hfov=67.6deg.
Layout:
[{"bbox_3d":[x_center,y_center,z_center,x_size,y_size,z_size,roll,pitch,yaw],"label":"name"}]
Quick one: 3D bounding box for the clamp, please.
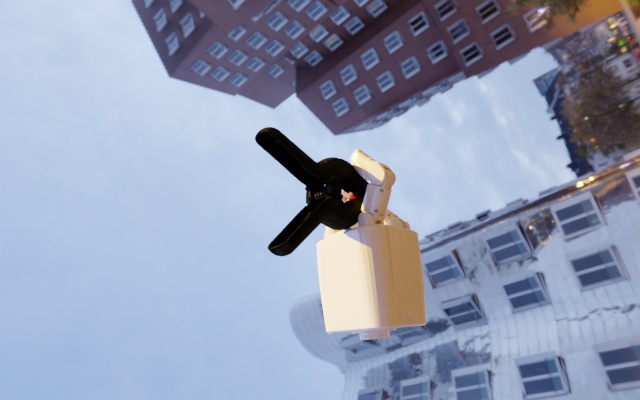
[{"bbox_3d":[0.000,0.002,0.491,0.039,0.120,0.171,-6,-13,42],"label":"clamp"}]
